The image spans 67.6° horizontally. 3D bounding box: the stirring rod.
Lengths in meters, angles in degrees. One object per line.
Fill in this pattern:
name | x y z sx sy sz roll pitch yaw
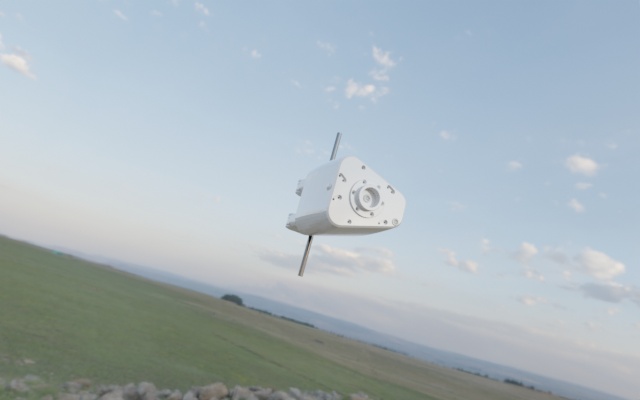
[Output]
stirring rod | 0.000 0.003 0.755 0.011 0.239 0.011 15 -14 4
